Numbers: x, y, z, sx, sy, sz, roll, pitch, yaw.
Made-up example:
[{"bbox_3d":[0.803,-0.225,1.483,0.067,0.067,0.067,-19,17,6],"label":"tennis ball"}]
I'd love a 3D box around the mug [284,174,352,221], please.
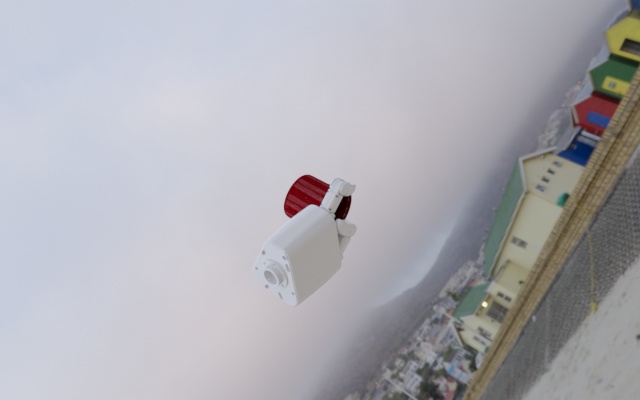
[{"bbox_3d":[0.001,0.002,0.803,0.081,0.093,0.117,29,42,24],"label":"mug"}]
